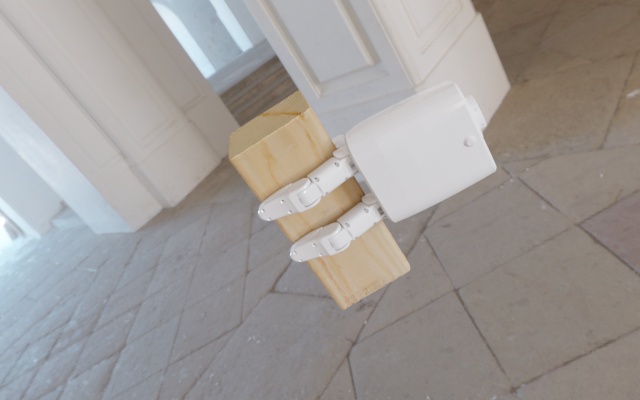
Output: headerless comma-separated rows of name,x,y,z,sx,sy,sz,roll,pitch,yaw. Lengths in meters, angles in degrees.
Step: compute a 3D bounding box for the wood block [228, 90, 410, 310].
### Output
wood block,0.000,0.001,0.505,0.090,0.206,0.090,-32,24,5
